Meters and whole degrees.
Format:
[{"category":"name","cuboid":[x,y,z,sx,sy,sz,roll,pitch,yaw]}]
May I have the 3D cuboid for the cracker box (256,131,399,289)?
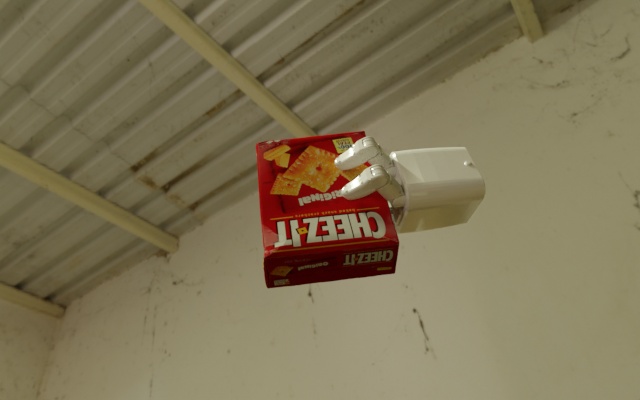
[{"category":"cracker box","cuboid":[0.000,0.002,0.641,0.164,0.213,0.072,-6,-43,-5]}]
